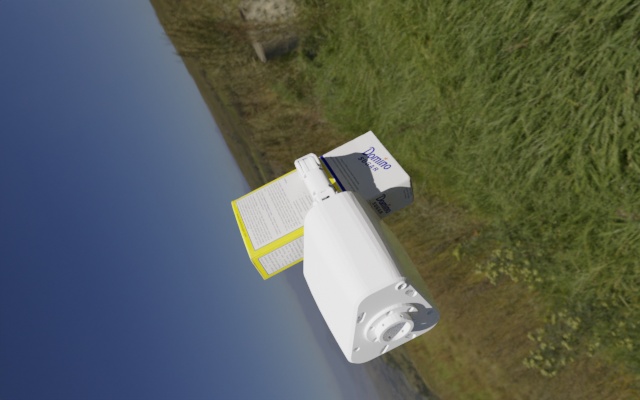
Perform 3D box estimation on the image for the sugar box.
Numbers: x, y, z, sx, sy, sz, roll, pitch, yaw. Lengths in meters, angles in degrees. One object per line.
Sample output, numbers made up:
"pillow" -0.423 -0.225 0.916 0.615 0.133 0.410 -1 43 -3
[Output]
"sugar box" 0.000 0.002 0.507 0.176 0.048 0.093 -25 46 -5
